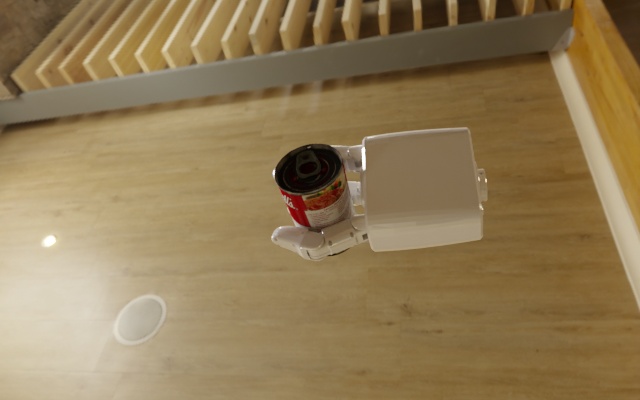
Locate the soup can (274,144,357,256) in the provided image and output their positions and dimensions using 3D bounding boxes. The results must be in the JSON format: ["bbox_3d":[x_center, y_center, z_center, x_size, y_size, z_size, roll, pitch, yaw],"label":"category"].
[{"bbox_3d":[0.000,0.002,0.490,0.068,0.068,0.102,0,-41,18],"label":"soup can"}]
